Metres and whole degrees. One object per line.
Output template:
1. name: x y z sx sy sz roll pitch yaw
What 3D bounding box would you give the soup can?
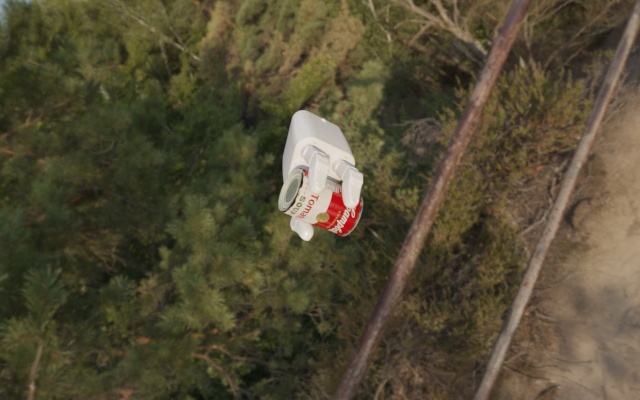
1. soup can: 0.000 0.002 0.680 0.102 0.068 0.068 23 -10 -23
